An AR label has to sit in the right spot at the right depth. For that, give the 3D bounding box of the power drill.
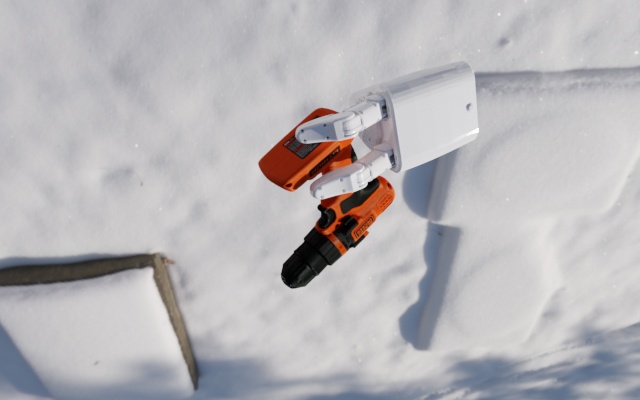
[{"bbox_3d":[0.000,0.001,0.550,0.057,0.184,0.188,35,-16,35],"label":"power drill"}]
